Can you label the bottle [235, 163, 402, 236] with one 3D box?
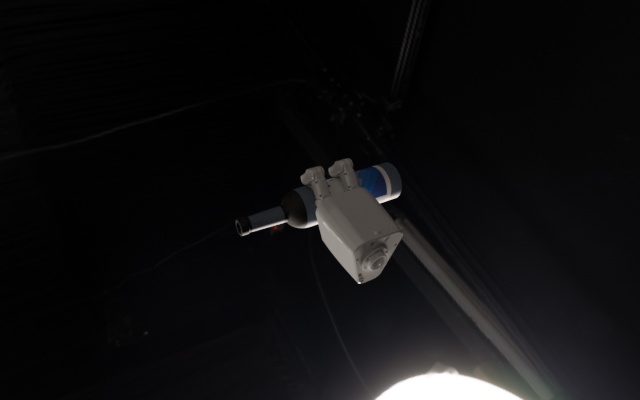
[{"bbox_3d":[0.000,0.003,0.800,0.295,0.069,0.069,-17,8,-26],"label":"bottle"}]
